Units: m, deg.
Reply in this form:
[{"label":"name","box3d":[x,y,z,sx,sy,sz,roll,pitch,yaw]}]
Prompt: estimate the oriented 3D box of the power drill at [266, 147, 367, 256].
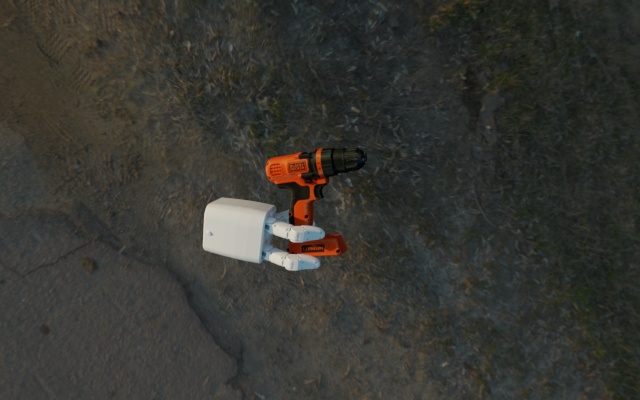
[{"label":"power drill","box3d":[0.000,0.003,0.848,0.184,0.187,0.057,-6,2,20]}]
